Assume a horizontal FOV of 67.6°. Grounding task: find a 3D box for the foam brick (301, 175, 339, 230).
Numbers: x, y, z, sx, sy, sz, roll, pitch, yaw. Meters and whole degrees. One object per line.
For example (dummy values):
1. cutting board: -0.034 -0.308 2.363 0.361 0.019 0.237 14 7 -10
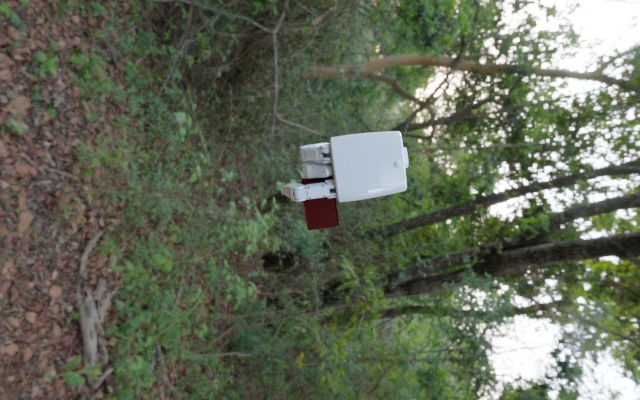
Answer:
1. foam brick: 0.000 0.003 0.769 0.051 0.078 0.053 -8 13 2
